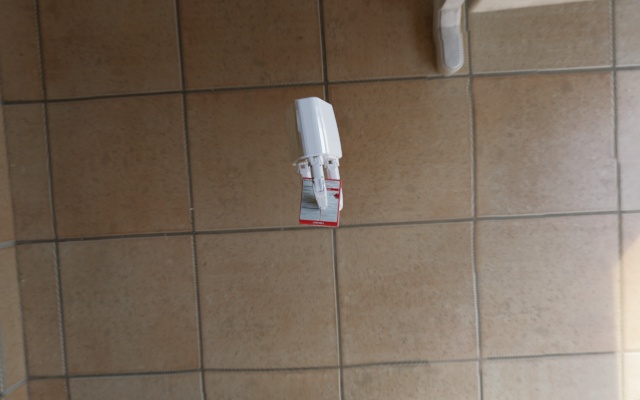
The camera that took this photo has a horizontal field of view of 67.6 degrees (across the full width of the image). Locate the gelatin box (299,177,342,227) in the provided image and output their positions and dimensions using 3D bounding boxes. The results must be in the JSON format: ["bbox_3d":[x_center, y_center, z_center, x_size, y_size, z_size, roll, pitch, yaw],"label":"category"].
[{"bbox_3d":[0.000,0.003,0.891,0.073,0.089,0.030,4,-6,3],"label":"gelatin box"}]
